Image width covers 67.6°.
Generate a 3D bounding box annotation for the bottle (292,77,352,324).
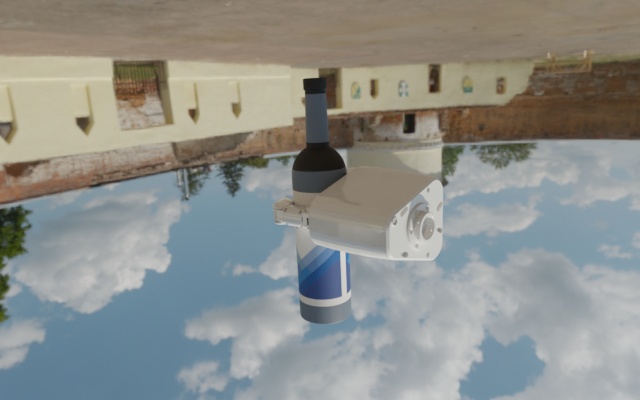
[{"bbox_3d":[0.000,0.002,0.585,0.069,0.296,0.069,-3,13,1],"label":"bottle"}]
